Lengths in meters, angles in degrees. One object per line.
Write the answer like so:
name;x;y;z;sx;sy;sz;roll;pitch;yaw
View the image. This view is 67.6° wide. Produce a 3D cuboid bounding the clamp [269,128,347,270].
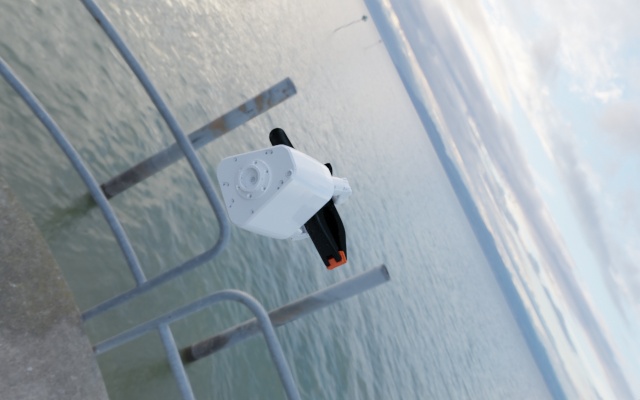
clamp;0.001;0.002;0.715;0.036;0.210;0.164;-28;-21;21
